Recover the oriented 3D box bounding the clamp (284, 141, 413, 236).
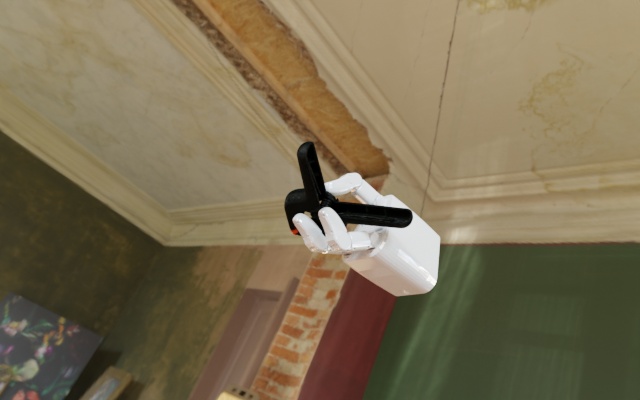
[{"bbox_3d":[0.000,0.002,0.639,0.164,0.036,0.210,38,-30,-18],"label":"clamp"}]
